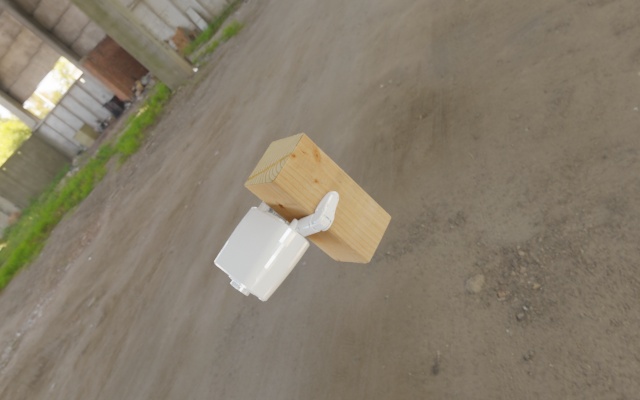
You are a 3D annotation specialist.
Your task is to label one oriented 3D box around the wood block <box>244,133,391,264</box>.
[{"bbox_3d":[0.000,0.003,0.735,0.206,0.090,0.091,42,-25,-27],"label":"wood block"}]
